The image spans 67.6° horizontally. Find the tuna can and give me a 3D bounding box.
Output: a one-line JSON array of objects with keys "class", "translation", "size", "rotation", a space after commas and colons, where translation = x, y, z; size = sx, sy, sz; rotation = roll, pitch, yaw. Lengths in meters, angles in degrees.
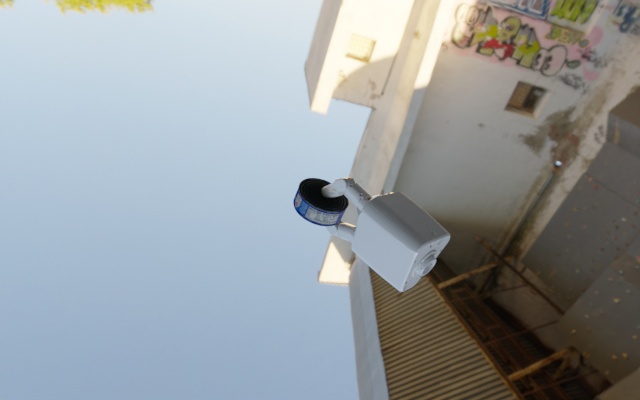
[{"class": "tuna can", "translation": [0.000, 0.003, 0.773], "size": [0.086, 0.034, 0.086], "rotation": [17, 34, -12]}]
